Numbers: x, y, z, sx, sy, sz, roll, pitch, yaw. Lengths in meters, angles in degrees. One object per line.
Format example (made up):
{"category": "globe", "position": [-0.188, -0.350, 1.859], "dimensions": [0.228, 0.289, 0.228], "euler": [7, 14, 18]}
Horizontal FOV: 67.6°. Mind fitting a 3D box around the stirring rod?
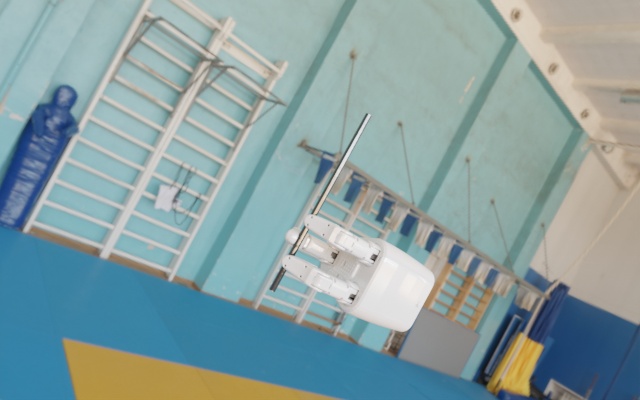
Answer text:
{"category": "stirring rod", "position": [0.000, 0.002, 0.572], "dimensions": [0.011, 0.239, 0.011], "euler": [29, -2, 1]}
